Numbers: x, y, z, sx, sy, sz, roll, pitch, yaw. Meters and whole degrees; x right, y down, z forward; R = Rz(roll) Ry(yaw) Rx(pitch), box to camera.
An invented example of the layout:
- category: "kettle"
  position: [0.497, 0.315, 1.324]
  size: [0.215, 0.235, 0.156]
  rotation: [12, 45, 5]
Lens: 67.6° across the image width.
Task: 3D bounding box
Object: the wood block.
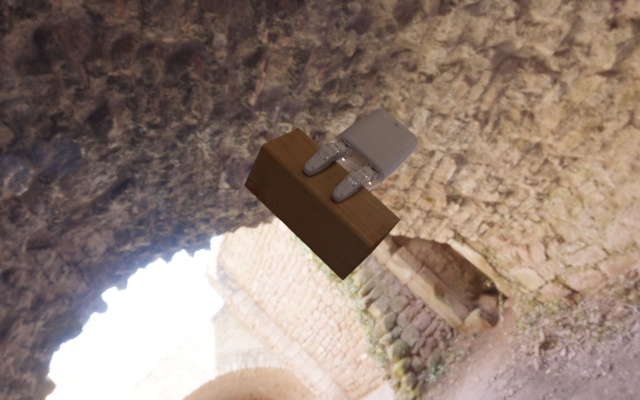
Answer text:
- category: "wood block"
  position: [0.000, 0.002, 0.701]
  size: [0.090, 0.206, 0.091]
  rotation: [-35, -17, -45]
